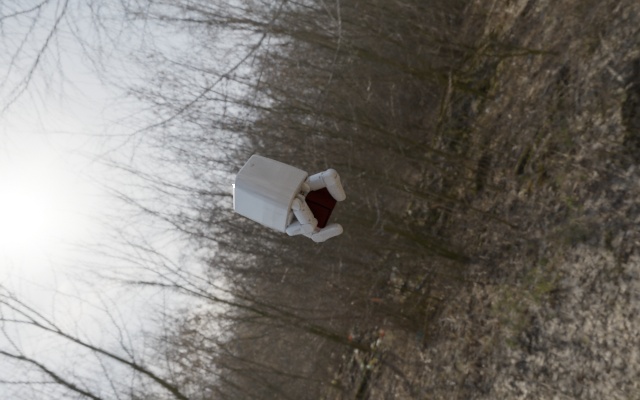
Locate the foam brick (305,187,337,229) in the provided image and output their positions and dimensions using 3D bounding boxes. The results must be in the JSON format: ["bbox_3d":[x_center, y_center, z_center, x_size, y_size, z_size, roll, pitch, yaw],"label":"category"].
[{"bbox_3d":[0.000,0.003,0.870,0.051,0.053,0.078,22,39,4],"label":"foam brick"}]
